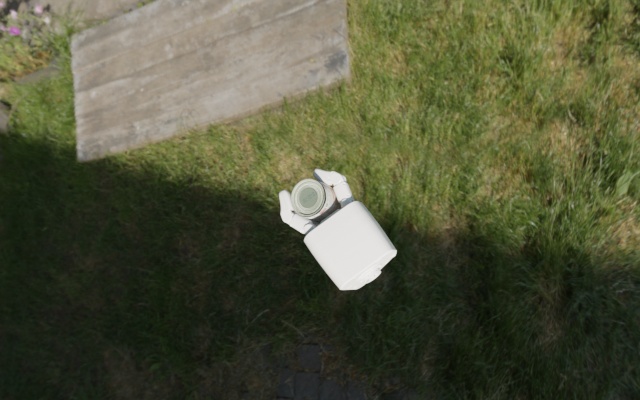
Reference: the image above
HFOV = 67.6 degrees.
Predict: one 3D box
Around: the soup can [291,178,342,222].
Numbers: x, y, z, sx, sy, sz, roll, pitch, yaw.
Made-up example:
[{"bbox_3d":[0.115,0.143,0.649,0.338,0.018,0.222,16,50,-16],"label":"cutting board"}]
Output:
[{"bbox_3d":[0.000,0.002,0.842,0.068,0.068,0.102,0,-8,26],"label":"soup can"}]
